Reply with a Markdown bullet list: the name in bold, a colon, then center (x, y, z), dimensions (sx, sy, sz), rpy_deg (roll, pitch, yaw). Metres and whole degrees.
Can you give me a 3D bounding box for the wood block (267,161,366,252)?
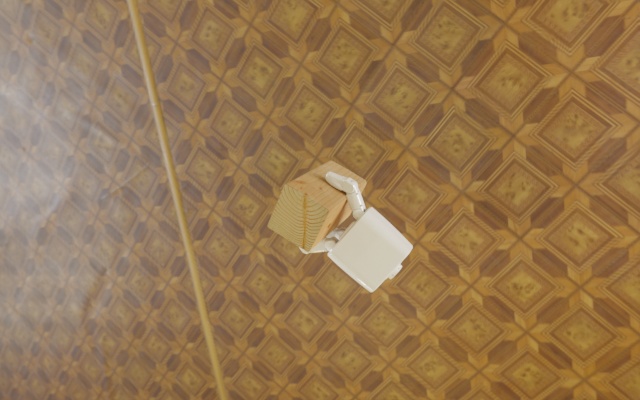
- **wood block**: center (0.001, 0.003, 0.885), dimensions (0.090, 0.091, 0.206), rpy_deg (31, 25, 12)
